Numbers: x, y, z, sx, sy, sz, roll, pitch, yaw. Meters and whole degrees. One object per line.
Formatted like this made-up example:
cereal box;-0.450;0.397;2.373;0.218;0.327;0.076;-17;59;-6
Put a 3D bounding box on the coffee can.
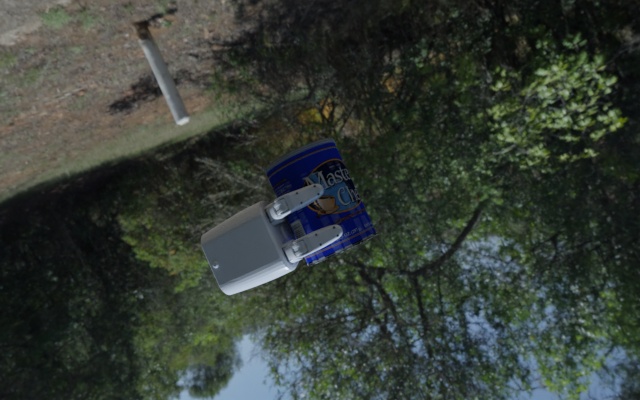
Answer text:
coffee can;0.000;0.002;0.635;0.103;0.140;0.103;-25;-4;-2
